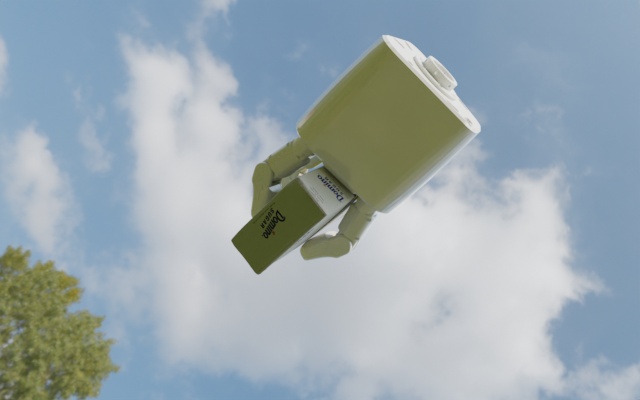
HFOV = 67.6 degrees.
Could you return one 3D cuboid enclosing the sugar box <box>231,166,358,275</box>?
[{"bbox_3d":[0.000,0.001,0.460,0.093,0.048,0.176,-42,-8,28],"label":"sugar box"}]
